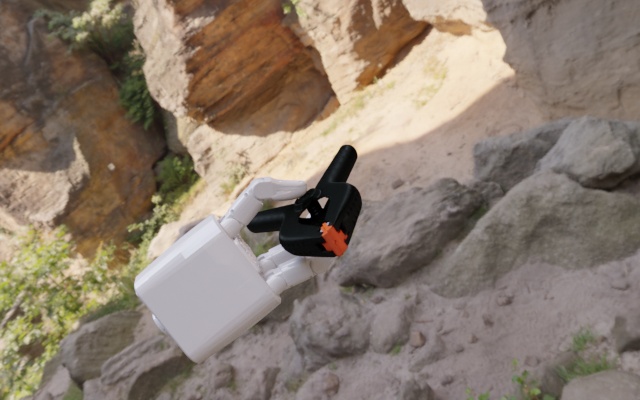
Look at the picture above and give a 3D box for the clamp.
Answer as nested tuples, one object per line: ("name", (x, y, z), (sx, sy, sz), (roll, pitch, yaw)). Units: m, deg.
("clamp", (0.000, 0.001, 0.512), (0.164, 0.036, 0.210), (-40, 19, -6))
